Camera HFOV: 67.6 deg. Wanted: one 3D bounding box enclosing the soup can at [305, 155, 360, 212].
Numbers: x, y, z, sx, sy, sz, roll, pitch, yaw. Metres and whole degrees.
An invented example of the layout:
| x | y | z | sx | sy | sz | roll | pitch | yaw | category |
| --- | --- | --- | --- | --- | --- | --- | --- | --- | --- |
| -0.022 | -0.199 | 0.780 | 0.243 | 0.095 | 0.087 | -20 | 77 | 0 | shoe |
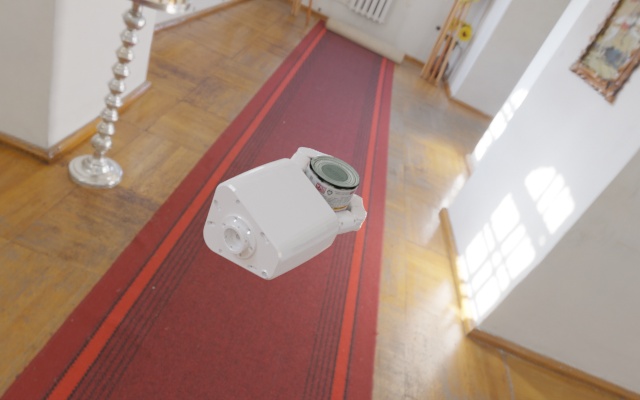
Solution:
| x | y | z | sx | sy | sz | roll | pitch | yaw | category |
| --- | --- | --- | --- | --- | --- | --- | --- | --- | --- |
| 0.001 | 0.002 | 0.611 | 0.068 | 0.102 | 0.068 | 18 | 33 | -12 | soup can |
